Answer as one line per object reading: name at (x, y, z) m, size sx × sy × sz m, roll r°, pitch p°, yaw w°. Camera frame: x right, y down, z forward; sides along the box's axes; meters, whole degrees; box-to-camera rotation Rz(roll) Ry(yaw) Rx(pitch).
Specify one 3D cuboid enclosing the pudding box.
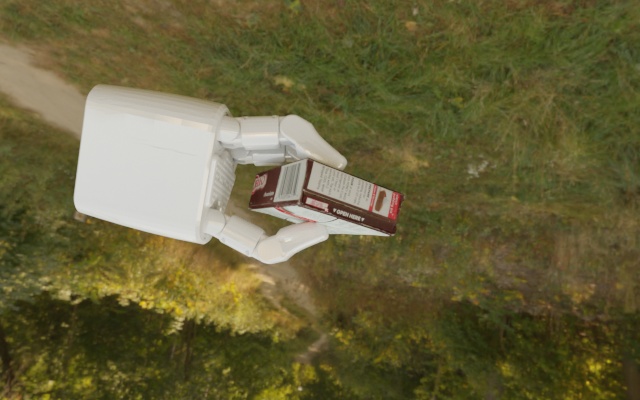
pudding box at (0.000, 0.001, 0.402) m, size 0.090 × 0.039 × 0.113 m, roll 18°, pitch -9°, yaw -25°
